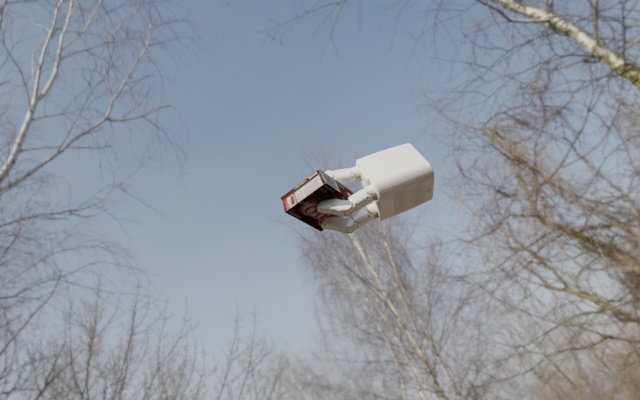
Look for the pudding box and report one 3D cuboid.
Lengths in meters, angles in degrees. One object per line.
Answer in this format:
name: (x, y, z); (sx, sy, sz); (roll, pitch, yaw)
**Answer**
pudding box: (0.000, 0.003, 0.833); (0.090, 0.039, 0.113); (-36, -39, 18)
